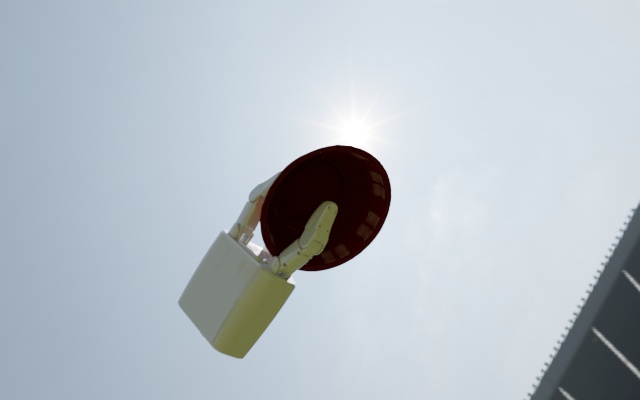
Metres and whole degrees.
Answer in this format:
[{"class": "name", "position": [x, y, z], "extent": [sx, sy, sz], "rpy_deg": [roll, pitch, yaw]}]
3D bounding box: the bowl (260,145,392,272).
[{"class": "bowl", "position": [0.001, 0.001, 0.559], "extent": [0.162, 0.162, 0.055], "rpy_deg": [0, 27, -25]}]
